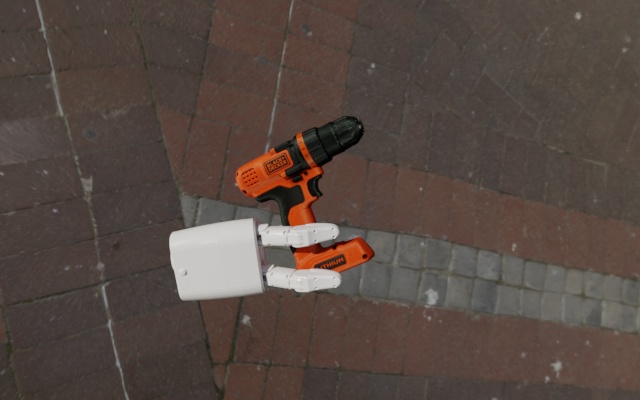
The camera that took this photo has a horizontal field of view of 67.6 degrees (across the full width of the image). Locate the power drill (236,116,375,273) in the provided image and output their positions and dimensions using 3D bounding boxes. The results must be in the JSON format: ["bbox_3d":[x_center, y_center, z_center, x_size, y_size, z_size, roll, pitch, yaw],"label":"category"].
[{"bbox_3d":[0.000,0.003,0.626,0.184,0.187,0.057,-25,-5,15],"label":"power drill"}]
